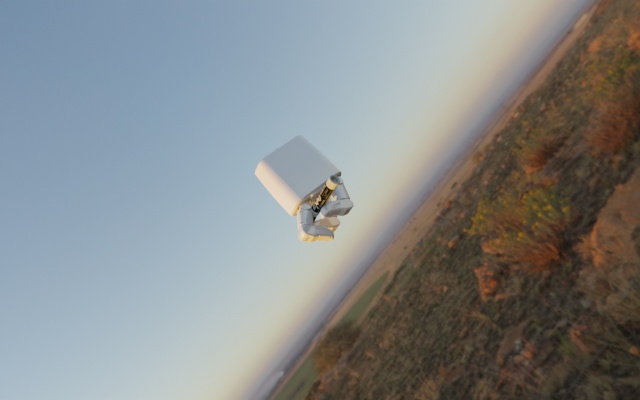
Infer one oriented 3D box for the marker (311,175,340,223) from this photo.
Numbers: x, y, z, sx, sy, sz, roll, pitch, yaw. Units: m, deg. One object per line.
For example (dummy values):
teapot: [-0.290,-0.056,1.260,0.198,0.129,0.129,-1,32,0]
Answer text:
marker: [0.000,0.003,0.790,0.020,0.020,0.121,0,-37,-28]
